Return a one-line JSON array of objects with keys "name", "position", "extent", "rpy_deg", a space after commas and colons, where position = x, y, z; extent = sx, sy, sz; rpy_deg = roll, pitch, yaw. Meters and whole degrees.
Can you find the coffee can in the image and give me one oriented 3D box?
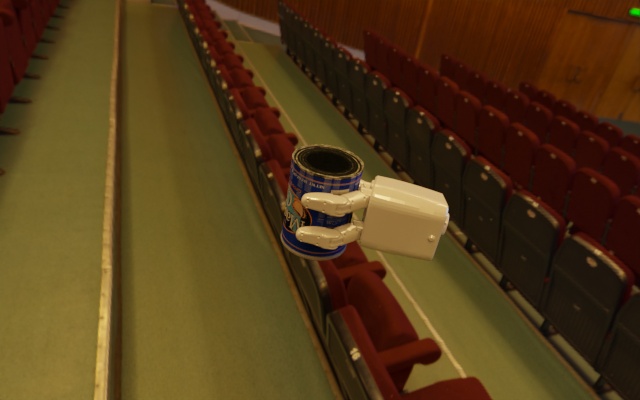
[{"name": "coffee can", "position": [0.000, 0.002, 0.703], "extent": [0.103, 0.140, 0.102], "rpy_deg": [8, 31, -5]}]
